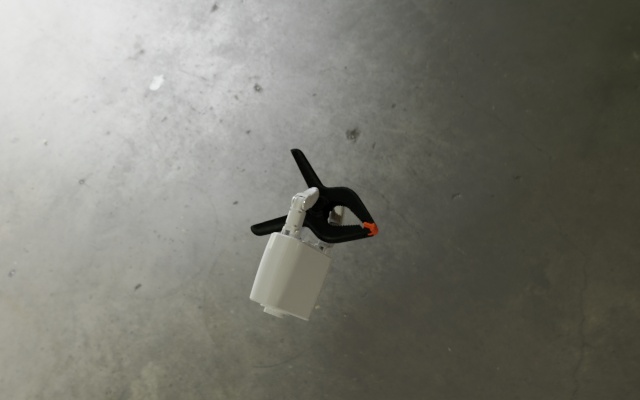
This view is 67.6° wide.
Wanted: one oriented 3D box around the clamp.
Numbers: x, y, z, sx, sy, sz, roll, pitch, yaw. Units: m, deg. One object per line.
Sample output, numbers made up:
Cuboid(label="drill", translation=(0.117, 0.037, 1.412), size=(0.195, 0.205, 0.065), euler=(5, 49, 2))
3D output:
Cuboid(label="clamp", translation=(0.000, 0.003, 0.778), size=(0.210, 0.164, 0.036), euler=(14, -13, 25))
